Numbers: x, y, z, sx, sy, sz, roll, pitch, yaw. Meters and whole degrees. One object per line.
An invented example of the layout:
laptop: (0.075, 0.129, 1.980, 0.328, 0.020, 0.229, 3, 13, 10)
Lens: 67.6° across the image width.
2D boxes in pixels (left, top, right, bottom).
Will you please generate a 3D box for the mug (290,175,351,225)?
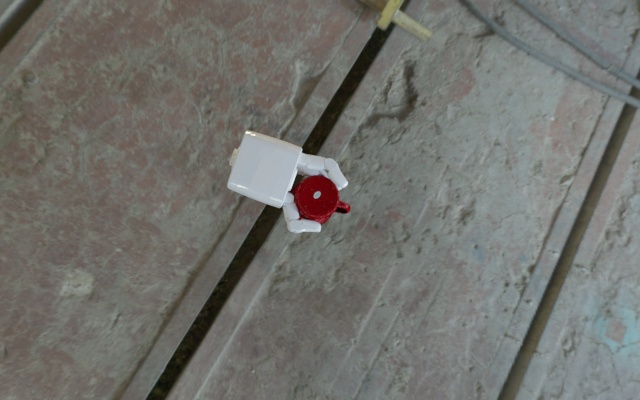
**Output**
mug: (0.002, 0.003, 0.895, 0.117, 0.093, 0.081, 18, -12, -7)
